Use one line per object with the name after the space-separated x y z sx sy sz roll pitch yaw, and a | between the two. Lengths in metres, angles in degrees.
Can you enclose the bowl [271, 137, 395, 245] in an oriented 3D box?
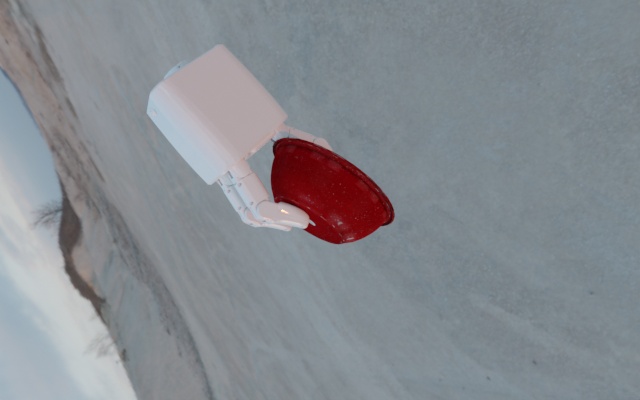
0.001 0.003 0.539 0.162 0.055 0.162 29 -18 10 | bowl
